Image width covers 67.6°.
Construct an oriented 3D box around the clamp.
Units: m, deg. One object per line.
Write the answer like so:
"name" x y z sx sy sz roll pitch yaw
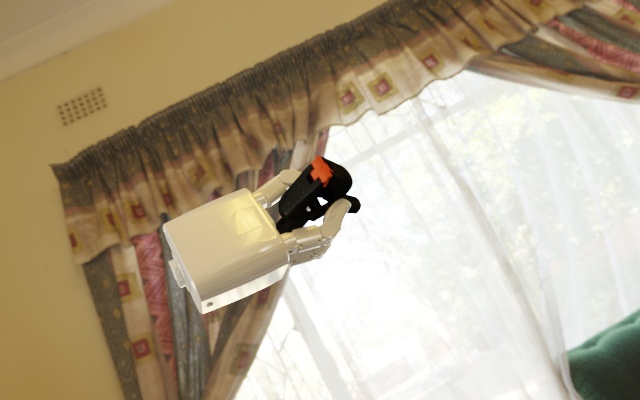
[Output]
"clamp" 0.000 0.001 0.590 0.164 0.036 0.210 -25 -18 -22
